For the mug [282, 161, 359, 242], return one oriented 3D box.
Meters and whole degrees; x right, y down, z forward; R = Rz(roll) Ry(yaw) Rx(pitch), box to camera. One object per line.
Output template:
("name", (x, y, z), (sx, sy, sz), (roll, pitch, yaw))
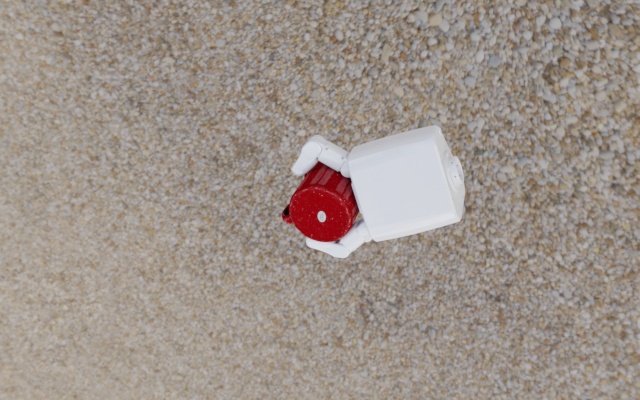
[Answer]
("mug", (-0.001, 0.002, 0.609), (0.117, 0.093, 0.081), (-16, 23, 27))
